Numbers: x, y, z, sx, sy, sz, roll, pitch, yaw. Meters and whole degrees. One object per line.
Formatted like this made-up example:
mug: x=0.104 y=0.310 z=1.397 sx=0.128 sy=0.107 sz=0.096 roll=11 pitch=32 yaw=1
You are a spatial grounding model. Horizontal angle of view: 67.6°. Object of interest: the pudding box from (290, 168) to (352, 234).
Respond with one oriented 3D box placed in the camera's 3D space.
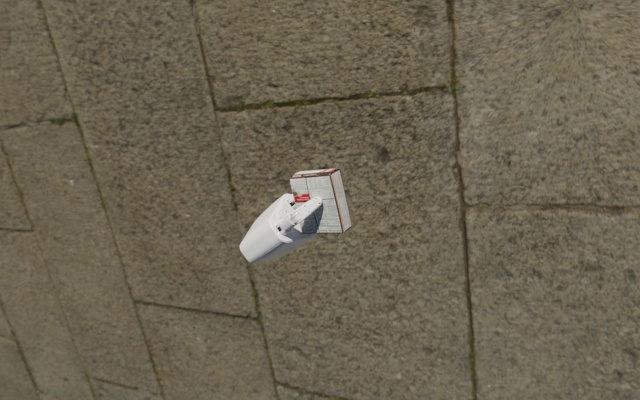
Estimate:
pudding box: x=0.000 y=0.003 z=0.849 sx=0.090 sy=0.113 sz=0.039 roll=-3 pitch=20 yaw=31
